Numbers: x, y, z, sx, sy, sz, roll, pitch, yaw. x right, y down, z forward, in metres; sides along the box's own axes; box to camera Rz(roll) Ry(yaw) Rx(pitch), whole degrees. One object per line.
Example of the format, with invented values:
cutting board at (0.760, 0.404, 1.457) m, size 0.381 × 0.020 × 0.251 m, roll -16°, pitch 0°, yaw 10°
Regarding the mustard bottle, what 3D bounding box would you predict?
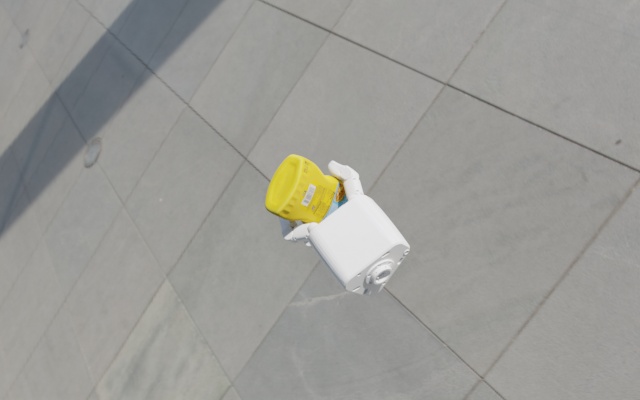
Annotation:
mustard bottle at (0.000, 0.002, 0.776) m, size 0.058 × 0.096 × 0.192 m, roll 22°, pitch -3°, yaw 41°
